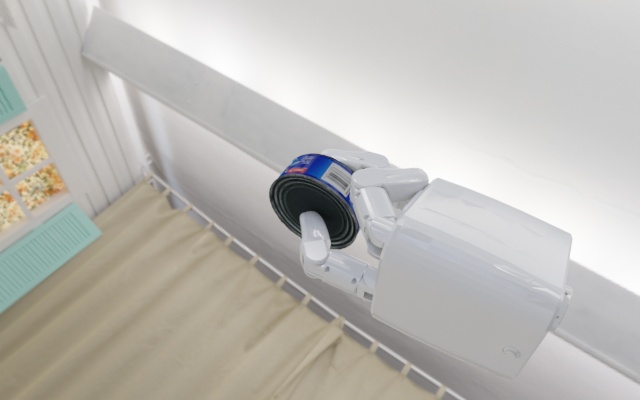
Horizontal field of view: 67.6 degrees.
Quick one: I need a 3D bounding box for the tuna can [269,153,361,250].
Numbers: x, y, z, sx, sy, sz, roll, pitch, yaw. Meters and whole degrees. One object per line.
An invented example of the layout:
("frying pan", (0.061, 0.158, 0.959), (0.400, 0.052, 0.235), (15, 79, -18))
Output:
("tuna can", (0.000, 0.001, 0.417), (0.086, 0.086, 0.033), (0, 41, 39))
